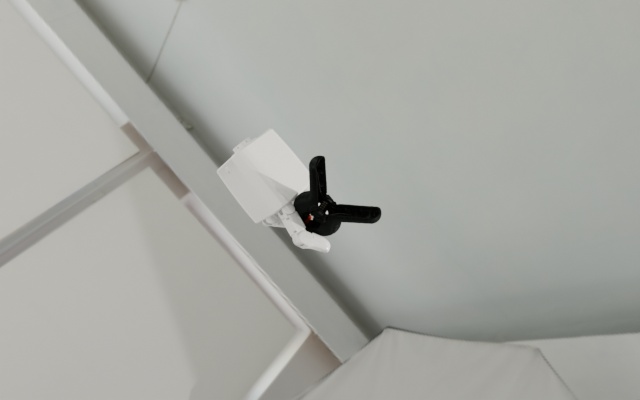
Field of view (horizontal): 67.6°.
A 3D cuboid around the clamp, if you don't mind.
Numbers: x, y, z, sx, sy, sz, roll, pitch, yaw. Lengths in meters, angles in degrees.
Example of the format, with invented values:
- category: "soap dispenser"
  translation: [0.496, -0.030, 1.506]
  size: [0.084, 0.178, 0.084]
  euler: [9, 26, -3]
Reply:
- category: "clamp"
  translation: [0.000, 0.002, 0.690]
  size: [0.039, 0.120, 0.171]
  euler: [-44, 10, -36]
